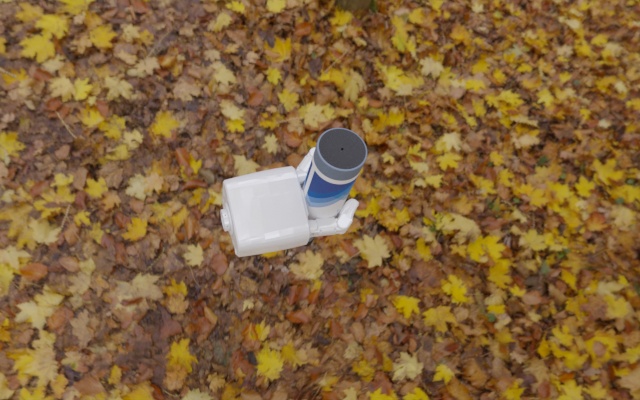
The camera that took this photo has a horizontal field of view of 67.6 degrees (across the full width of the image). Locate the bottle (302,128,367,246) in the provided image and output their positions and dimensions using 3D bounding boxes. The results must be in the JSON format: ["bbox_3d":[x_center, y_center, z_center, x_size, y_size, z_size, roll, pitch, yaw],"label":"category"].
[{"bbox_3d":[0.000,0.002,0.734,0.069,0.069,0.296,0,-28,-12],"label":"bottle"}]
